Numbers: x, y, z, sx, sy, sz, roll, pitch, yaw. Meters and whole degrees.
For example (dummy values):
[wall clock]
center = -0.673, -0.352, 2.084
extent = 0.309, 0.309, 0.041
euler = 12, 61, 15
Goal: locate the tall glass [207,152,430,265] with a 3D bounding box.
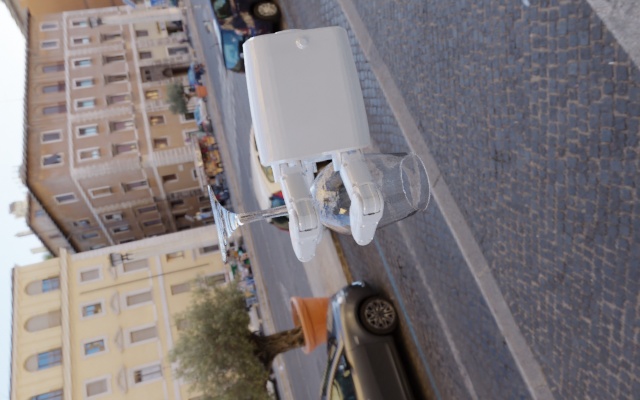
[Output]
[tall glass]
center = -0.001, 0.002, 0.455
extent = 0.201, 0.079, 0.079
euler = -12, 3, -14
